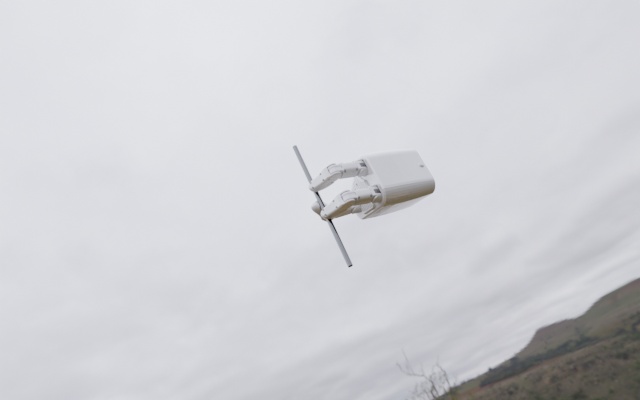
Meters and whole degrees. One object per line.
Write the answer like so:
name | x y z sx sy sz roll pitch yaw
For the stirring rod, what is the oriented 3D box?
stirring rod | 0.000 0.003 0.773 0.011 0.239 0.011 -19 -29 -11
